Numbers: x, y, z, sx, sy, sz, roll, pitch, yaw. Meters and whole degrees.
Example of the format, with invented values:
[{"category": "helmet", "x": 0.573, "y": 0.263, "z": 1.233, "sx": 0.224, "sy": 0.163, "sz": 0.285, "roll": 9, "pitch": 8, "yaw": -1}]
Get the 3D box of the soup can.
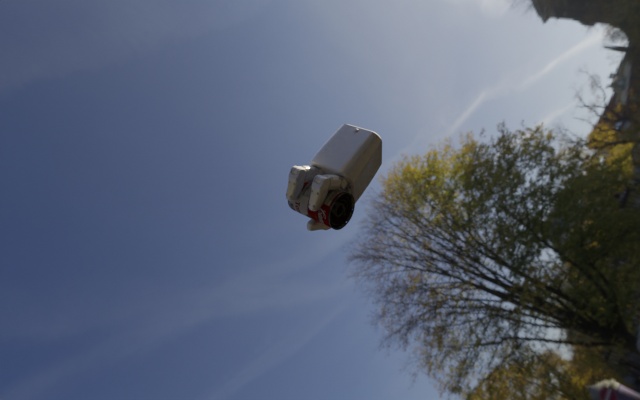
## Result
[{"category": "soup can", "x": 0.000, "y": 0.003, "z": 0.843, "sx": 0.102, "sy": 0.068, "sz": 0.068, "roll": 23, "pitch": 14, "yaw": 36}]
